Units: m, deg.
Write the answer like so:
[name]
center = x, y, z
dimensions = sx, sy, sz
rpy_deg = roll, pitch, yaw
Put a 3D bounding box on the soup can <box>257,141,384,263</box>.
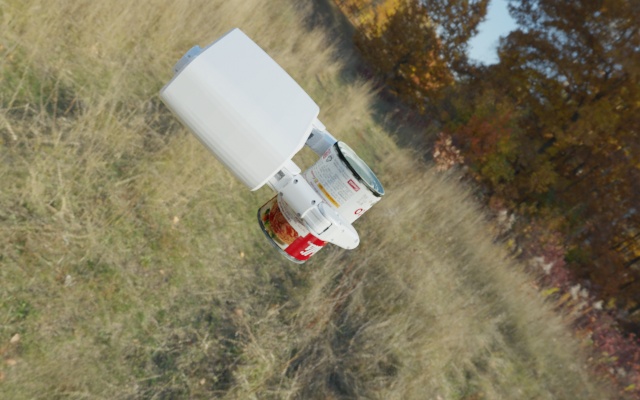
[soup can]
center = 0.001, 0.002, 0.447
dimensions = 0.102, 0.068, 0.068
rpy_deg = -41, -14, 16
